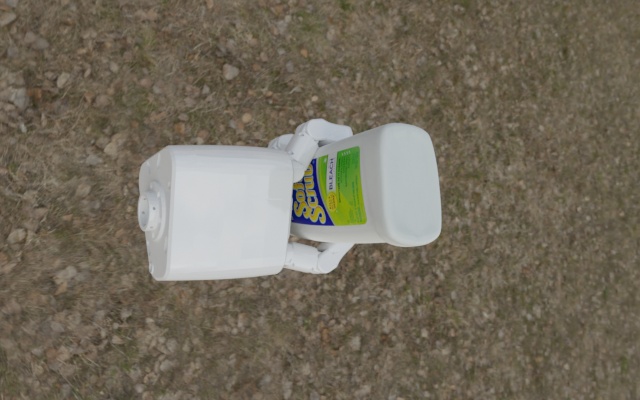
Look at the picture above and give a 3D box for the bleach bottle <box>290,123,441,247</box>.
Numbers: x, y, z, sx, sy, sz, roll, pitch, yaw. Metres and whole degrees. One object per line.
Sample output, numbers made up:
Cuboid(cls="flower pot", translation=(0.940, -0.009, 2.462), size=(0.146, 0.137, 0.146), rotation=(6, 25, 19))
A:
Cuboid(cls="bleach bottle", translation=(0.000, 0.001, 0.474), size=(0.068, 0.102, 0.251), rotation=(2, -9, -36))
